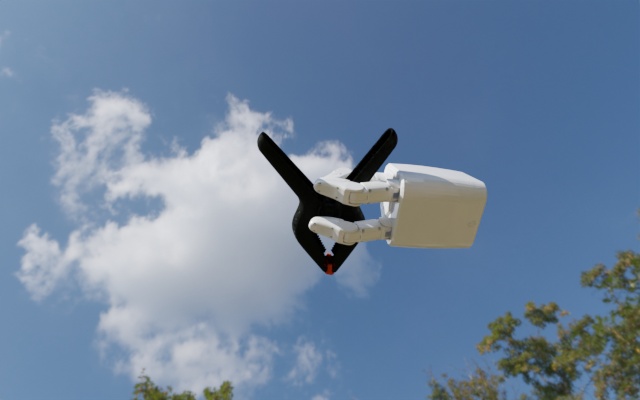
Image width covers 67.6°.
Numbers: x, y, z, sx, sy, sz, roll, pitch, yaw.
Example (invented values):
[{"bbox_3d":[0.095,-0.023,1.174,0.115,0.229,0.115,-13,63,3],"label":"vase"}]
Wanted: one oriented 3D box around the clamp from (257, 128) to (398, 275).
[{"bbox_3d":[0.000,0.002,0.604,0.164,0.210,0.036,5,30,-3],"label":"clamp"}]
